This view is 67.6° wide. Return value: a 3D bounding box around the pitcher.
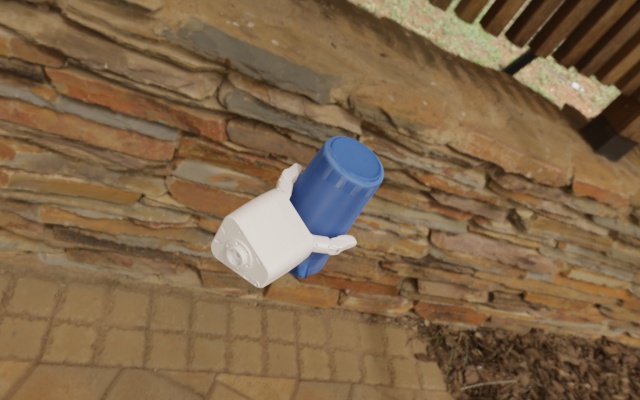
[{"bbox_3d":[0.000,0.003,0.816,0.145,0.149,0.243,-30,-19,-48],"label":"pitcher"}]
